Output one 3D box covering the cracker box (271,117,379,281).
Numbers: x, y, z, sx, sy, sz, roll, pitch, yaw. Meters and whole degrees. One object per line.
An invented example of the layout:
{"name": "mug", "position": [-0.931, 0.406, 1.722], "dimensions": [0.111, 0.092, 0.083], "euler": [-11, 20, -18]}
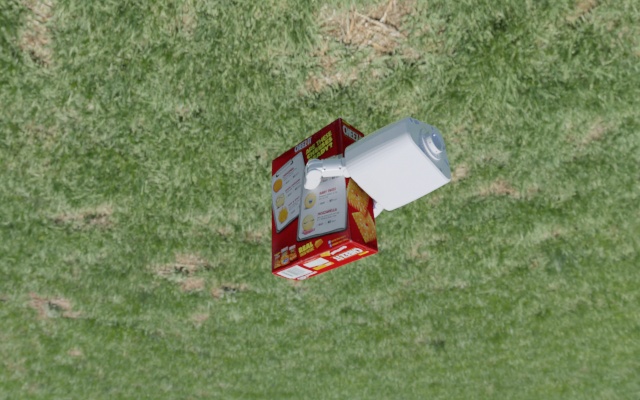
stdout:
{"name": "cracker box", "position": [0.000, 0.003, 0.756], "dimensions": [0.164, 0.213, 0.072], "euler": [-27, -38, 36]}
